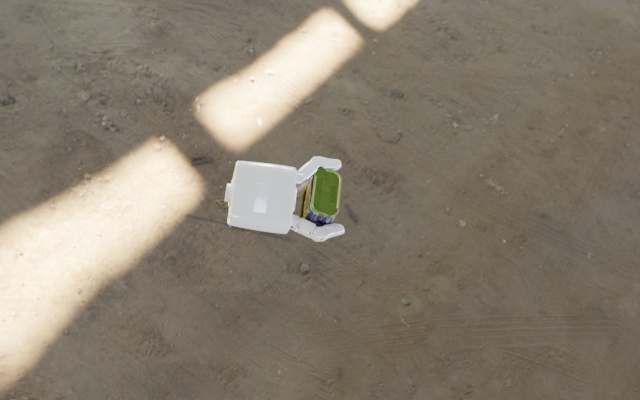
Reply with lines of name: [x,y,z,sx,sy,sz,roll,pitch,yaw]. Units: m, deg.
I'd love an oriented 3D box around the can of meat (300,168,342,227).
can of meat: [0.000,0.003,0.875,0.057,0.102,0.084,12,-30,-10]
